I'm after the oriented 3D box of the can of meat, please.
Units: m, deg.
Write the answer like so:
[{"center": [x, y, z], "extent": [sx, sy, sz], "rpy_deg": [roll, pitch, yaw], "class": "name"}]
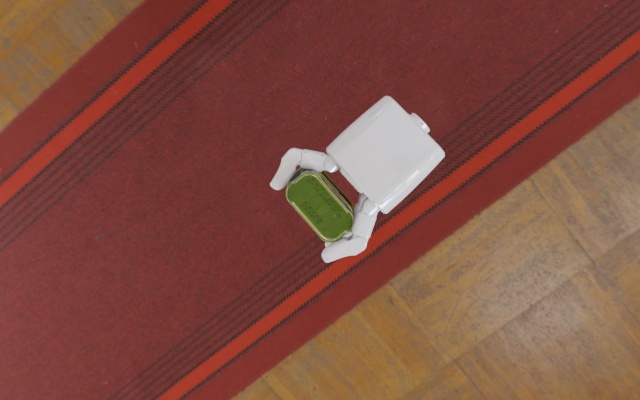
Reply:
[{"center": [0.000, 0.002, 0.638], "extent": [0.057, 0.102, 0.084], "rpy_deg": [-41, 7, 6], "class": "can of meat"}]
